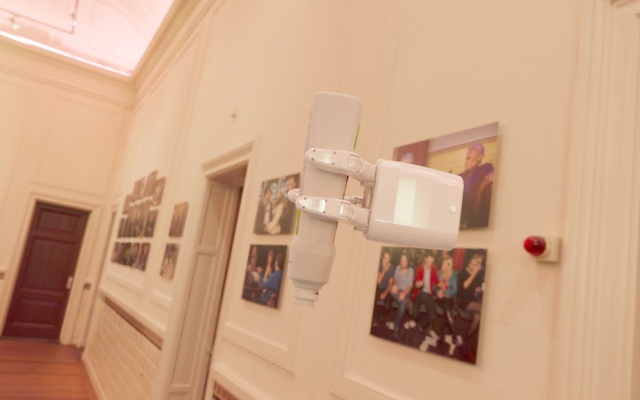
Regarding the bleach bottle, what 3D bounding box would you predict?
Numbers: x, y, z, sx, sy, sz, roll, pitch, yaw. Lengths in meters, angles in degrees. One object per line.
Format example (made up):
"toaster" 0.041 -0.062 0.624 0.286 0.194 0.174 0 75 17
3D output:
"bleach bottle" 0.000 0.002 0.586 0.068 0.250 0.102 10 -10 -1
